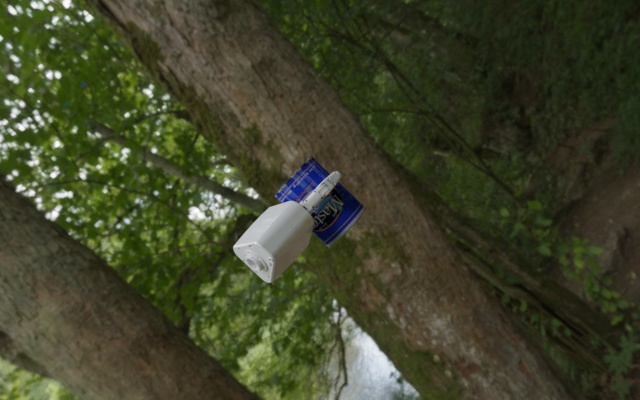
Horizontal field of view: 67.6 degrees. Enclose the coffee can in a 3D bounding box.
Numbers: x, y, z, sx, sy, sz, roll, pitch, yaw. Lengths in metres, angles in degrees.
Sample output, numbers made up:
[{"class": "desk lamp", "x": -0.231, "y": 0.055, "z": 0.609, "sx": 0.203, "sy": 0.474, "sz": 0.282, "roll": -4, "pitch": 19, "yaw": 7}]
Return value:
[{"class": "coffee can", "x": 0.000, "y": 0.003, "z": 0.893, "sx": 0.140, "sy": 0.103, "sz": 0.103, "roll": 43, "pitch": -1, "yaw": -1}]
